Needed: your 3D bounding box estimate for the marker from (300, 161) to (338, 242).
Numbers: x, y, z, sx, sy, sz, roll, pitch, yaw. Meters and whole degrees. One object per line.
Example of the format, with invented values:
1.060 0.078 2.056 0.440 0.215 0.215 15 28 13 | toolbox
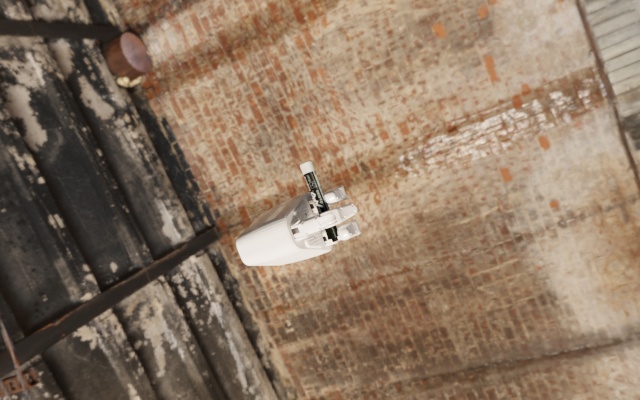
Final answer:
0.000 0.002 0.686 0.020 0.121 0.020 -21 -2 -1 | marker
